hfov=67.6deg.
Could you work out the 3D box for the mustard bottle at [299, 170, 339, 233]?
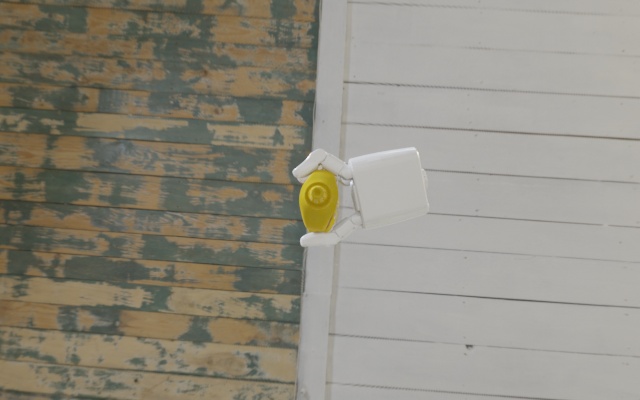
[{"bbox_3d":[0.000,0.003,0.759,0.058,0.096,0.191,12,-7,4],"label":"mustard bottle"}]
